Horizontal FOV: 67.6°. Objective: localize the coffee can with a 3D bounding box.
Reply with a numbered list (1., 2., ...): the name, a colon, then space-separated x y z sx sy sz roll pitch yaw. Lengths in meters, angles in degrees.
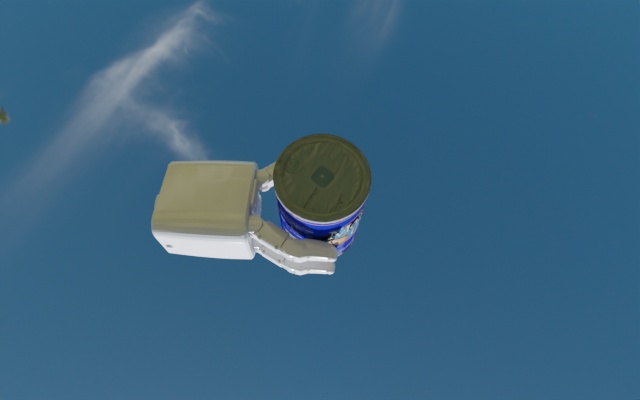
1. coffee can: 0.000 0.002 0.558 0.103 0.102 0.140 0 -23 -2
